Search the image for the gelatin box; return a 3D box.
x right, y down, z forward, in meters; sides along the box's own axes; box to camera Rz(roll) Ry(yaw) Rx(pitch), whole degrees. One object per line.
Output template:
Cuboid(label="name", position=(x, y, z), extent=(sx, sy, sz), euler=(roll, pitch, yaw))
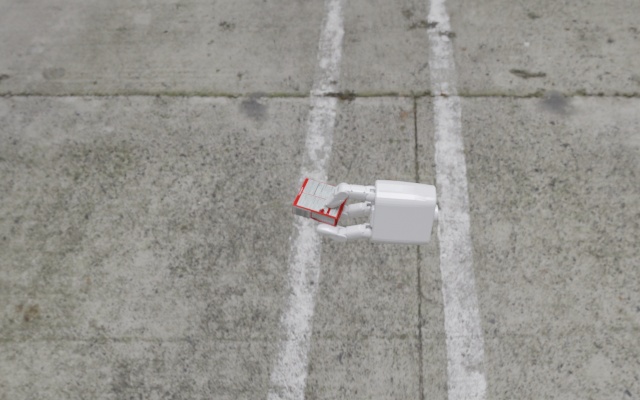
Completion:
Cuboid(label="gelatin box", position=(0.000, 0.003, 0.897), extent=(0.089, 0.073, 0.030), euler=(17, -38, 9))
